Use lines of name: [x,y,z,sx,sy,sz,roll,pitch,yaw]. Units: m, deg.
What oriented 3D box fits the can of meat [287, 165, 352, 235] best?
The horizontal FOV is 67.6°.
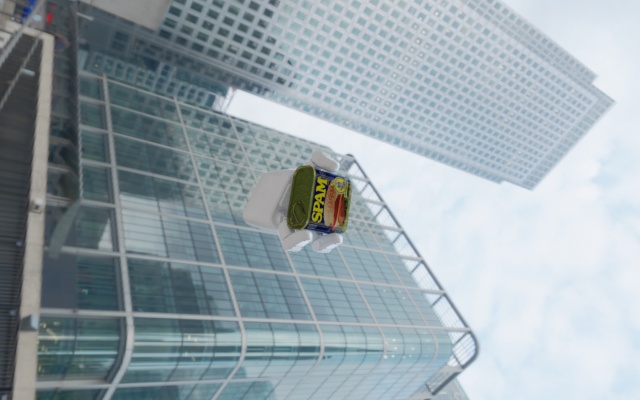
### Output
can of meat: [0.000,0.002,0.765,0.084,0.102,0.057,13,-8,-37]
